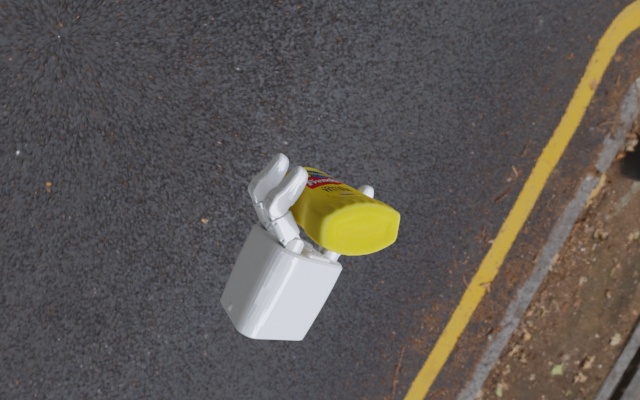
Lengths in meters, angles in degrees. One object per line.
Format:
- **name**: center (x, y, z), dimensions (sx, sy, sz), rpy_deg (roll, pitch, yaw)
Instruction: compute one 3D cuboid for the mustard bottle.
- **mustard bottle**: center (0.000, 0.002, 0.554), dimensions (0.096, 0.058, 0.191), rpy_deg (-3, 19, -28)
